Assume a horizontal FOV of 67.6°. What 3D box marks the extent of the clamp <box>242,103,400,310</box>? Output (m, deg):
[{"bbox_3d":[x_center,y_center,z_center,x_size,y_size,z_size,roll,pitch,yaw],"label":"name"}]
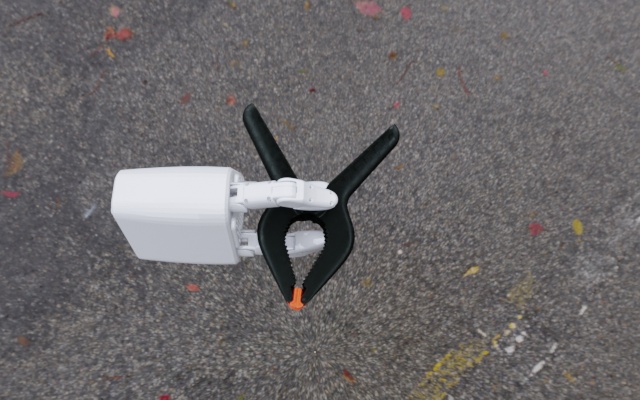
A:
[{"bbox_3d":[0.000,0.002,0.474,0.164,0.210,0.036,1,-17,-2],"label":"clamp"}]
